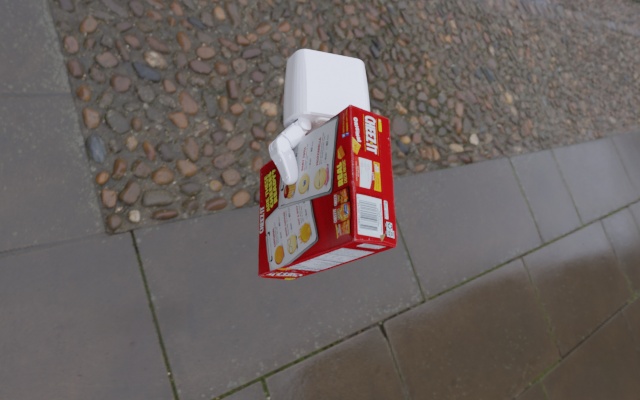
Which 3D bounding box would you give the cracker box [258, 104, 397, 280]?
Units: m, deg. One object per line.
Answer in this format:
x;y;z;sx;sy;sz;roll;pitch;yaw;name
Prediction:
0.000;0.002;0.610;0.072;0.164;0.214;12;-24;-33;cracker box
